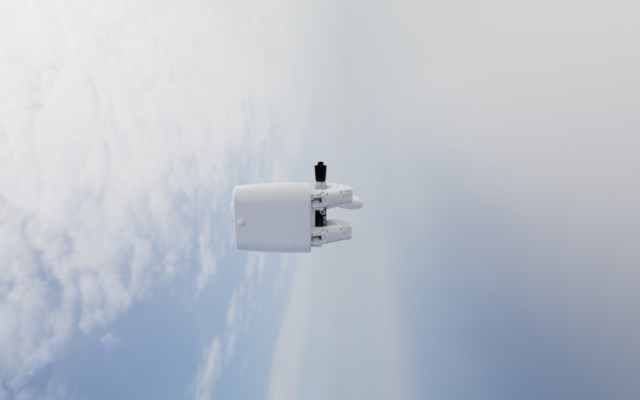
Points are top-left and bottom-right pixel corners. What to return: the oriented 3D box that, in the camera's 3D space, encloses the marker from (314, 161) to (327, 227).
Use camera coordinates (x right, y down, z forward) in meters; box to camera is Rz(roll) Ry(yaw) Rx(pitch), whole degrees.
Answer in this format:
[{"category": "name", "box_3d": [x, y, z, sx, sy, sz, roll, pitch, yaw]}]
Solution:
[{"category": "marker", "box_3d": [0.000, 0.002, 0.709, 0.020, 0.121, 0.020, 0, 15, 0]}]
